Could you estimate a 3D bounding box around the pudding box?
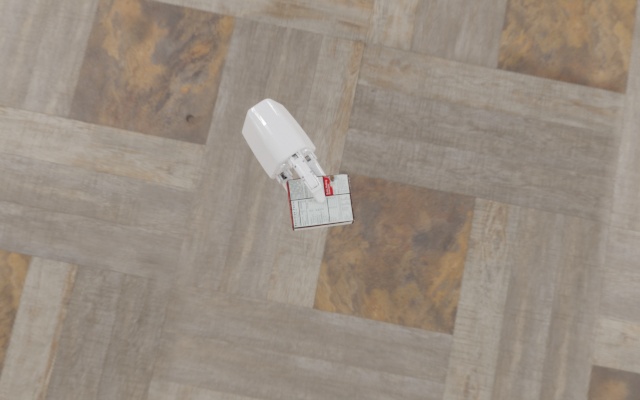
[{"bbox_3d":[0.000,0.003,0.850,0.113,0.090,0.039,-7,-7,-2],"label":"pudding box"}]
